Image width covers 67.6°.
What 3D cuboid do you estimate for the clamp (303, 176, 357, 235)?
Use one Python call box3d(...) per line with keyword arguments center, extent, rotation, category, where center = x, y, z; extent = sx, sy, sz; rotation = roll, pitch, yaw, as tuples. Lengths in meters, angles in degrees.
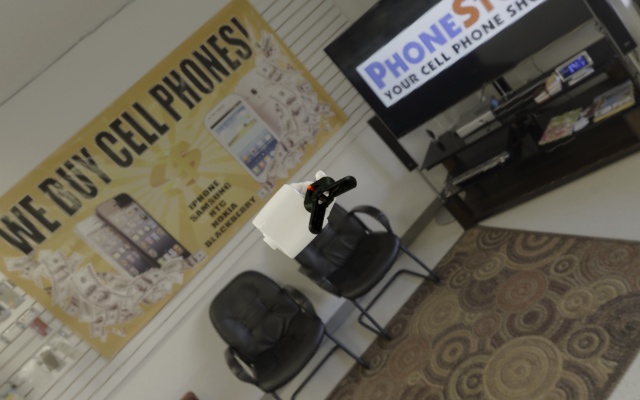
box3d(center=(0.000, 0.002, 0.885), extent=(0.039, 0.120, 0.171), rotation=(43, -9, -15), category="clamp")
